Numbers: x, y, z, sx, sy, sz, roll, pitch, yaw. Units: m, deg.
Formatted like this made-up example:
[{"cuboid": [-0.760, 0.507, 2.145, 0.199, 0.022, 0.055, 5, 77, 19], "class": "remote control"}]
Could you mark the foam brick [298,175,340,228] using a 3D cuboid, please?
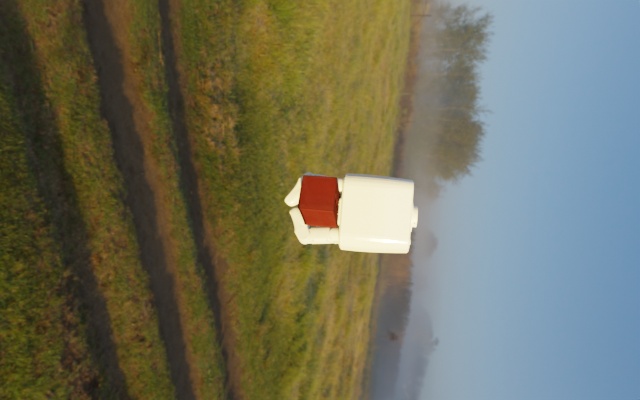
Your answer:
[{"cuboid": [0.000, 0.002, 0.704, 0.051, 0.053, 0.078, 5, -20, 8], "class": "foam brick"}]
